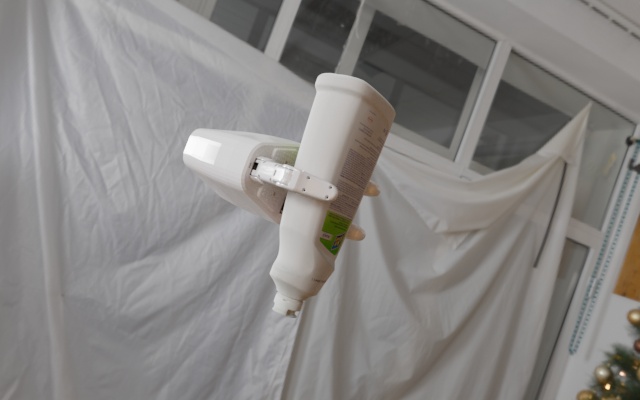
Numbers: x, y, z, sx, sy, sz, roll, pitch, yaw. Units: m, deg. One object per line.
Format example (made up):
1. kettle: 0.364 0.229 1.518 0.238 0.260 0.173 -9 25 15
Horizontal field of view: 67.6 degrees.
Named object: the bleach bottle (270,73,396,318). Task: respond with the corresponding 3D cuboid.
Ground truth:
1. bleach bottle: 0.000 0.002 0.511 0.068 0.251 0.102 19 -3 36
